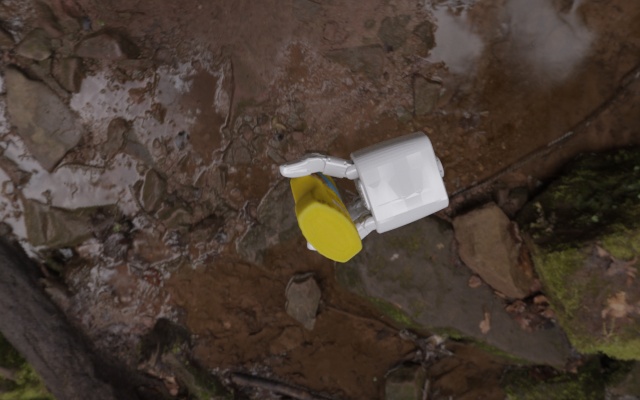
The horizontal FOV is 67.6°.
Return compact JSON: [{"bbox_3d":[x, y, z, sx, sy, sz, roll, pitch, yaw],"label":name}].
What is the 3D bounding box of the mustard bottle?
[{"bbox_3d":[0.000,0.002,0.666,0.096,0.058,0.191,43,12,-23],"label":"mustard bottle"}]
